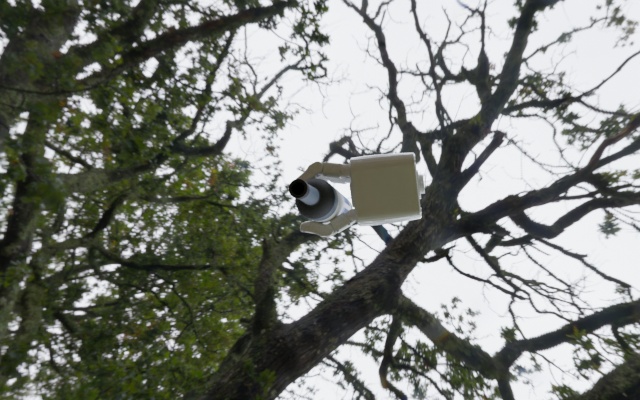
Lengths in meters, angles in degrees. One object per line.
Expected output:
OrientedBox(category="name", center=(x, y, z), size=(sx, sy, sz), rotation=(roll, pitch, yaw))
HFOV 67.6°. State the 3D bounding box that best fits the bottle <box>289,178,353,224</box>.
OrientedBox(category="bottle", center=(0.000, 0.003, 0.798), size=(0.069, 0.069, 0.296), rotation=(0, -8, 12))
